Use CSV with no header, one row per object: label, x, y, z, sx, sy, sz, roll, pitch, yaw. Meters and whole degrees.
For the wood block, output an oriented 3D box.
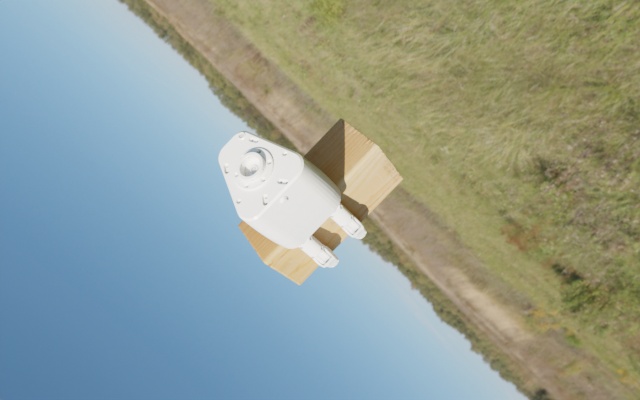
wood block,0.000,0.002,0.659,0.090,0.206,0.090,46,3,43
